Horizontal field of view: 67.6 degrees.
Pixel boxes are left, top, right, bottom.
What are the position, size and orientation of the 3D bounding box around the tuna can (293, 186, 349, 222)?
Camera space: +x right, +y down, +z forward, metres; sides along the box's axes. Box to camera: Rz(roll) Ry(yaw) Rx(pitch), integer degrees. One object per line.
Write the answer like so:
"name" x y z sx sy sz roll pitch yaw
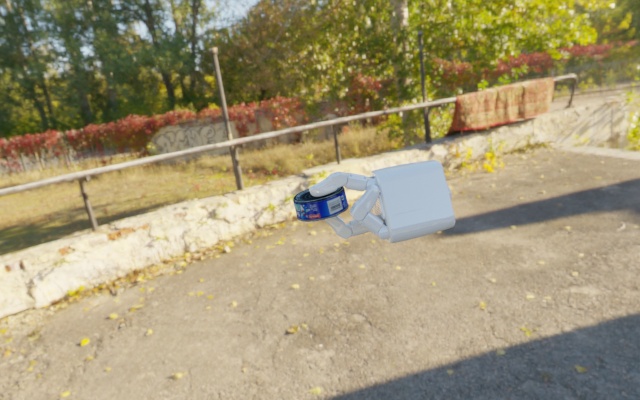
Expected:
"tuna can" 0.000 0.002 0.761 0.086 0.034 0.086 -13 16 4
